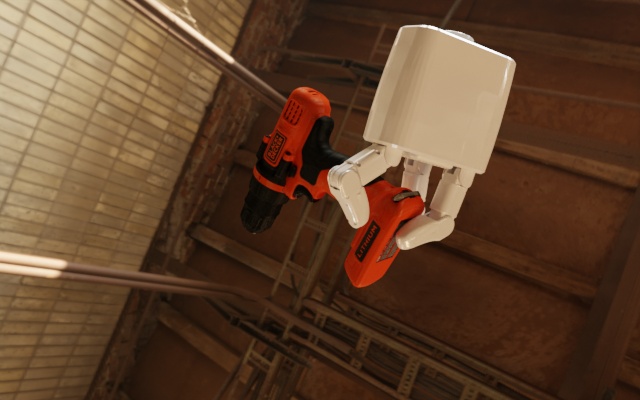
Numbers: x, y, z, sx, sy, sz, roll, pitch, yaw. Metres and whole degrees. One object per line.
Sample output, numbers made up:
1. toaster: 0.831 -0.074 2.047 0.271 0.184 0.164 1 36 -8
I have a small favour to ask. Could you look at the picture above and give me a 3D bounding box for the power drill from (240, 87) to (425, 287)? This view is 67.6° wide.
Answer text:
1. power drill: 0.001 0.002 0.501 0.187 0.184 0.057 41 30 25
